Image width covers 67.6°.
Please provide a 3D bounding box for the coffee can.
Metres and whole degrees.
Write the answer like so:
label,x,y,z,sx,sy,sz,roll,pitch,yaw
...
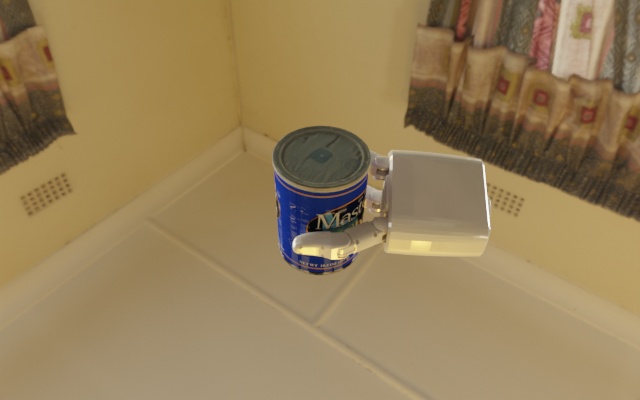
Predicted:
label,x,y,z,sx,sy,sz,roll,pitch,yaw
coffee can,0.000,0.002,0.543,0.103,0.140,0.102,1,45,-1
